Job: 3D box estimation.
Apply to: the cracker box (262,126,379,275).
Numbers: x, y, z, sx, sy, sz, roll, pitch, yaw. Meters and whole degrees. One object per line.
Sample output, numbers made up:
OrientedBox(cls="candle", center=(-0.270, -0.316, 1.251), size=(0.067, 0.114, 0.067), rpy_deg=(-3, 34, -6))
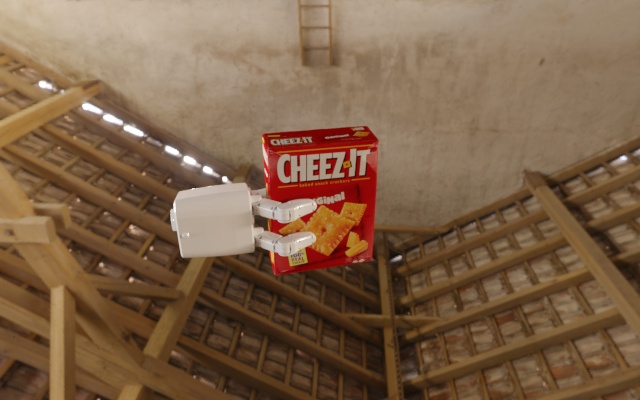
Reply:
OrientedBox(cls="cracker box", center=(0.000, 0.002, 0.734), size=(0.164, 0.214, 0.072), rpy_deg=(-6, 29, -12))
